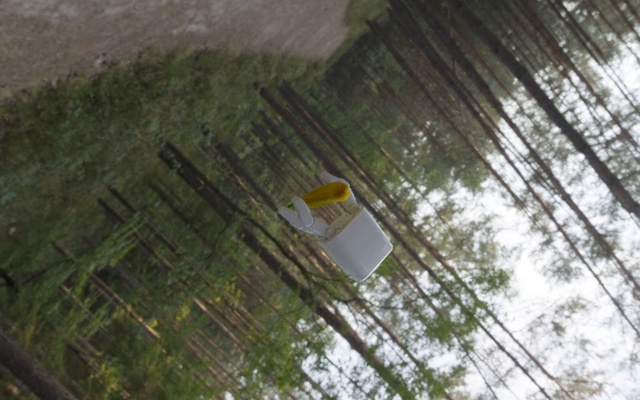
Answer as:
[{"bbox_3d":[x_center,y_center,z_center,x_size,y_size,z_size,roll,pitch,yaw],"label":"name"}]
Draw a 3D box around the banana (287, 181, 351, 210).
[{"bbox_3d":[0.011,-0.007,0.898,0.069,0.037,0.198,-39,11,-30],"label":"banana"}]
